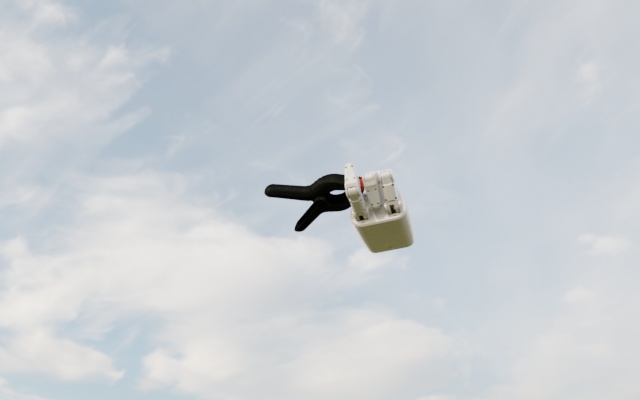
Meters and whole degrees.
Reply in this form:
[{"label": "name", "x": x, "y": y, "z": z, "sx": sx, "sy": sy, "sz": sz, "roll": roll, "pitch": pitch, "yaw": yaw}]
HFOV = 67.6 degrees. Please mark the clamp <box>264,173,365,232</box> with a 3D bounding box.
[{"label": "clamp", "x": 0.000, "y": 0.002, "z": 0.838, "sx": 0.171, "sy": 0.039, "sz": 0.120, "roll": -9, "pitch": -40, "yaw": 17}]
